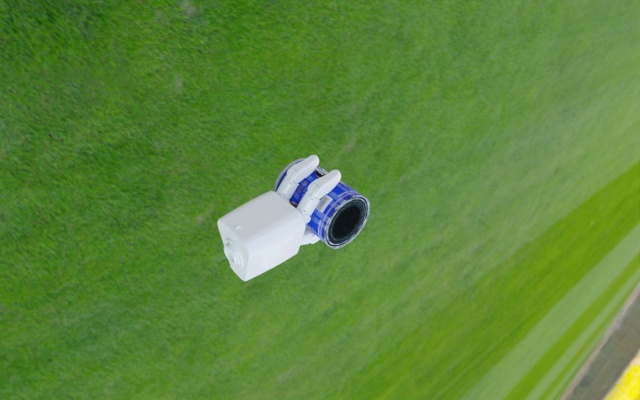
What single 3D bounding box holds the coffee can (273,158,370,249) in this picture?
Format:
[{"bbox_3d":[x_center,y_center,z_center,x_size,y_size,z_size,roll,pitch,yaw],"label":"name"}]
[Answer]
[{"bbox_3d":[0.000,0.003,0.827,0.103,0.103,0.140,0,29,-49],"label":"coffee can"}]
